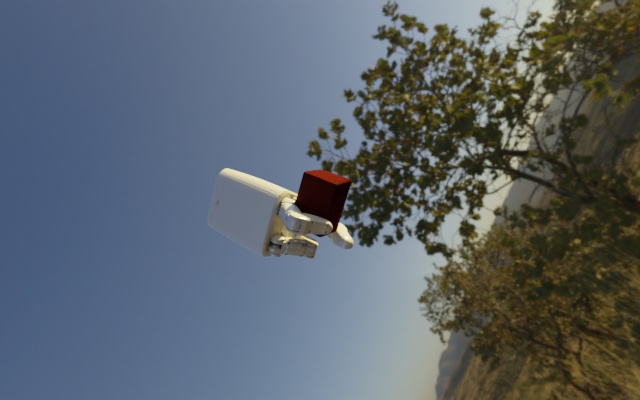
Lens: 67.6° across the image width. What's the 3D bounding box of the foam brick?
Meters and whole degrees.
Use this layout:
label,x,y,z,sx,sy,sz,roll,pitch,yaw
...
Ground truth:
label,x,y,z,sx,sy,sz,roll,pitch,yaw
foam brick,0.000,0.002,0.645,0.051,0.078,0.053,23,17,23
